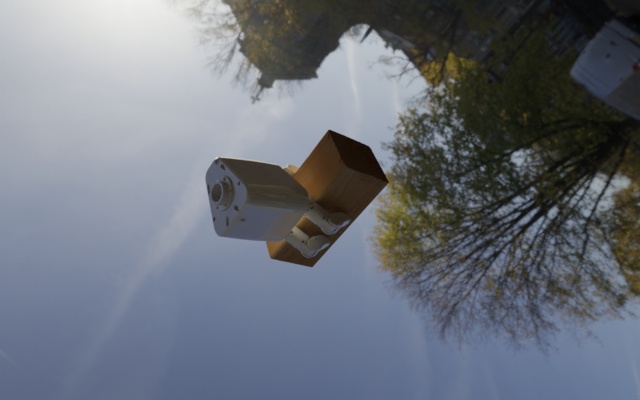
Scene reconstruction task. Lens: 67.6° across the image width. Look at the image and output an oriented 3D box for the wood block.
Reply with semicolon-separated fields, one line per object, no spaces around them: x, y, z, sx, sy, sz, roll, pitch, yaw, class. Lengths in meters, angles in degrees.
0.000;0.002;0.759;0.090;0.090;0.206;17;-54;-35;wood block
